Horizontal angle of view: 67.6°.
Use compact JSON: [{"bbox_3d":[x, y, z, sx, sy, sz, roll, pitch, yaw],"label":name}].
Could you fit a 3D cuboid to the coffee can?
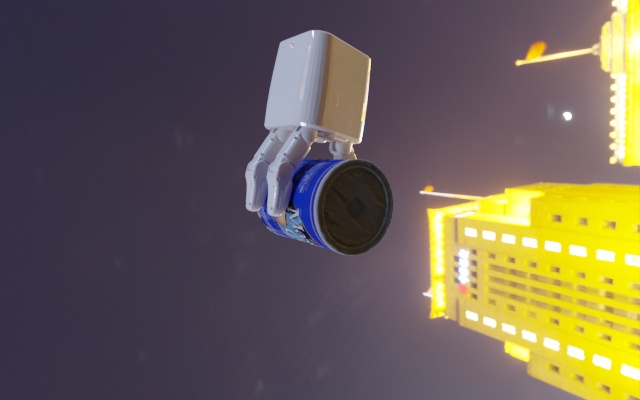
[{"bbox_3d":[0.000,0.002,0.560,0.103,0.103,0.140,0,5,-34],"label":"coffee can"}]
